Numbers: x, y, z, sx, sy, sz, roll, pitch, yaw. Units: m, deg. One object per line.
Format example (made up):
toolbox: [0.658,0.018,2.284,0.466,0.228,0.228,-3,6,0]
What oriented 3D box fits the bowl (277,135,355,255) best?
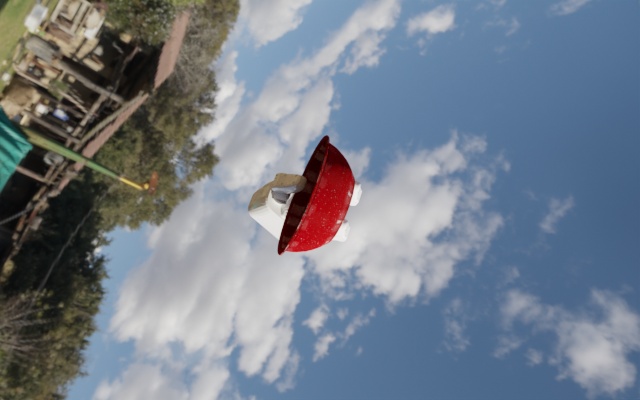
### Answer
bowl: [0.001,0.002,0.603,0.055,0.162,0.162,22,-4,-9]
